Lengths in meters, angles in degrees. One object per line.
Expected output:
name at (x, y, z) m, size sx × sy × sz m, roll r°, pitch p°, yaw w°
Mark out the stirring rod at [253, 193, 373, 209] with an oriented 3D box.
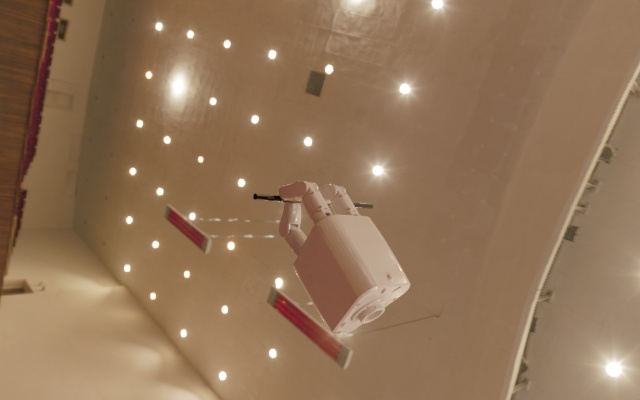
stirring rod at (0.000, 0.002, 0.688) m, size 0.011 × 0.011 × 0.239 m, roll 0°, pitch -3°, yaw 43°
